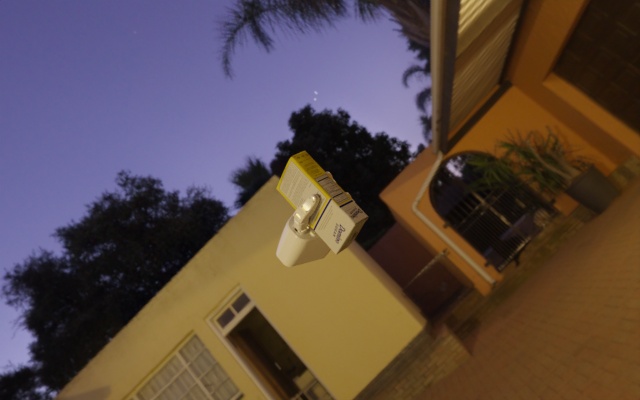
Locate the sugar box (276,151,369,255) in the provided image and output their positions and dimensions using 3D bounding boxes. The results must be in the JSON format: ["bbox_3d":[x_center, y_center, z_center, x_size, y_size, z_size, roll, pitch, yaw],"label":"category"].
[{"bbox_3d":[0.000,0.003,0.868,0.048,0.176,0.093,-29,-22,-41],"label":"sugar box"}]
